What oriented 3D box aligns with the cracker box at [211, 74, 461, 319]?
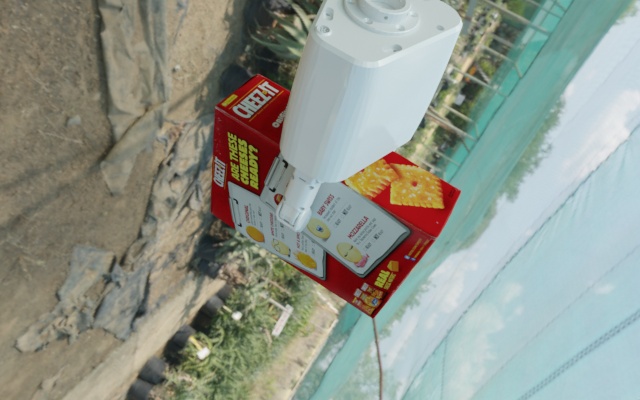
[{"bbox_3d":[0.000,0.002,0.464,0.213,0.072,0.164,32,-37,9],"label":"cracker box"}]
